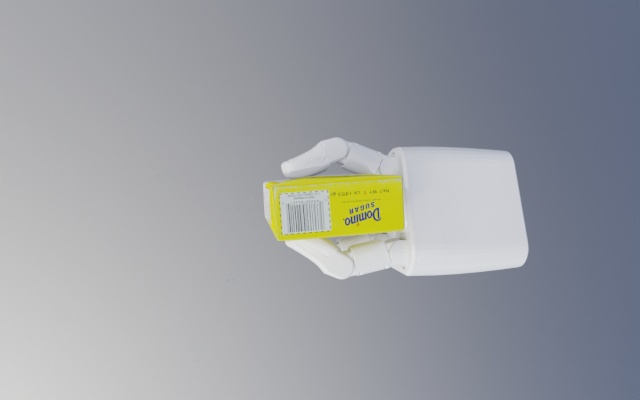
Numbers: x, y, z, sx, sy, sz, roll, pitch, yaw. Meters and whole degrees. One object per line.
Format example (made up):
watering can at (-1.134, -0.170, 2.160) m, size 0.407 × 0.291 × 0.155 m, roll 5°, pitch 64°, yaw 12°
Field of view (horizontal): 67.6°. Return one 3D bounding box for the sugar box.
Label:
sugar box at (0.000, 0.002, 0.411) m, size 0.093 × 0.048 × 0.176 m, roll -3°, pitch 1°, yaw -8°
